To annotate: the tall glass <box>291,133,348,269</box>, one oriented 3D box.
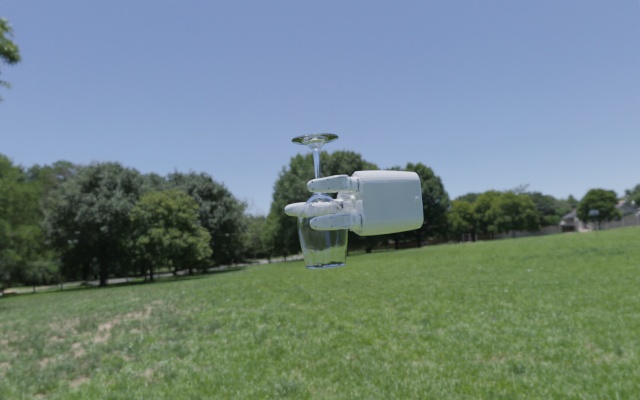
[{"bbox_3d":[0.000,0.002,0.737,0.079,0.201,0.079,-4,-5,0],"label":"tall glass"}]
